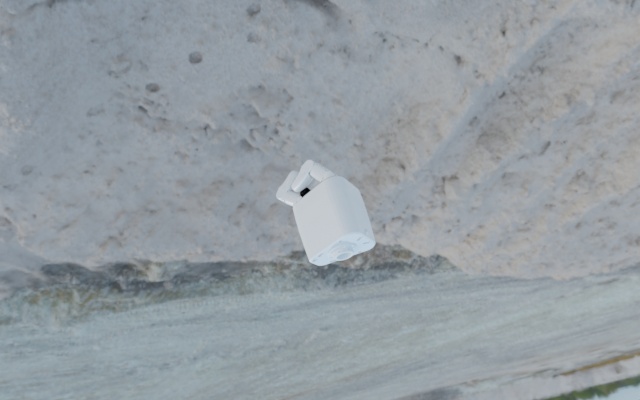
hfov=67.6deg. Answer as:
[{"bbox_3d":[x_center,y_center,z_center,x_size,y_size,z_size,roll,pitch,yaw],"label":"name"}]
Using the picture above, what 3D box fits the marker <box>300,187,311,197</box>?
[{"bbox_3d":[0.000,0.003,0.859,0.020,0.020,0.121,0,-18,31],"label":"marker"}]
